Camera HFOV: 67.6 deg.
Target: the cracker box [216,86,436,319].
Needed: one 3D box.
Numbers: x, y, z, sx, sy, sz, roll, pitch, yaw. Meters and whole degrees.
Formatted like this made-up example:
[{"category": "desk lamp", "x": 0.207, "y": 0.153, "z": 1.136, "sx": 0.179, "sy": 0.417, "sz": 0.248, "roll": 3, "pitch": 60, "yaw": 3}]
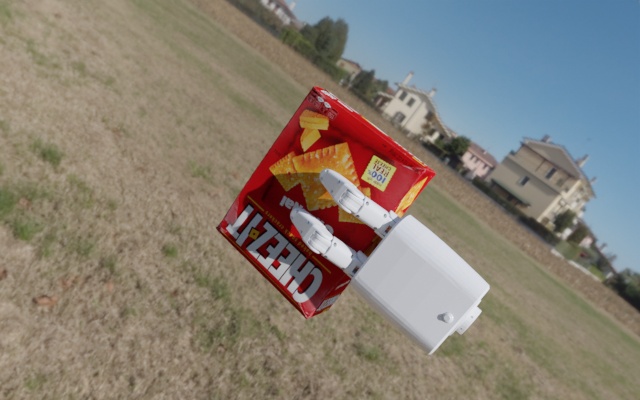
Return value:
[{"category": "cracker box", "x": 0.000, "y": 0.002, "z": 0.557, "sx": 0.164, "sy": 0.214, "sz": 0.072, "roll": 41, "pitch": 14, "yaw": 19}]
